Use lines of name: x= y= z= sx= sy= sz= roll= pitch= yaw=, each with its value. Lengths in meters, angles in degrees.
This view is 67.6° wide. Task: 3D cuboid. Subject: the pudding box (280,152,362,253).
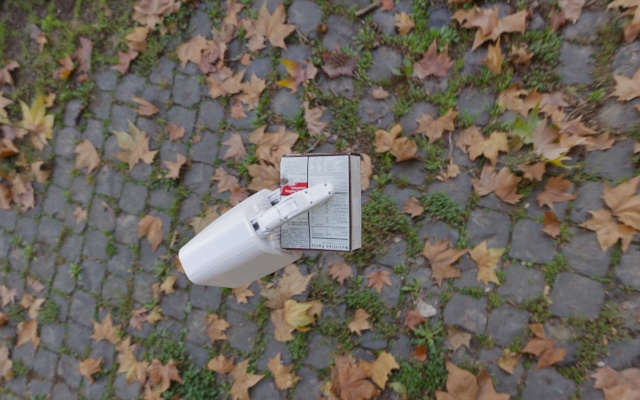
pudding box: x=0.000 y=0.002 z=0.549 sx=0.090 sy=0.113 sz=0.039 roll=1 pitch=4 yaw=23
